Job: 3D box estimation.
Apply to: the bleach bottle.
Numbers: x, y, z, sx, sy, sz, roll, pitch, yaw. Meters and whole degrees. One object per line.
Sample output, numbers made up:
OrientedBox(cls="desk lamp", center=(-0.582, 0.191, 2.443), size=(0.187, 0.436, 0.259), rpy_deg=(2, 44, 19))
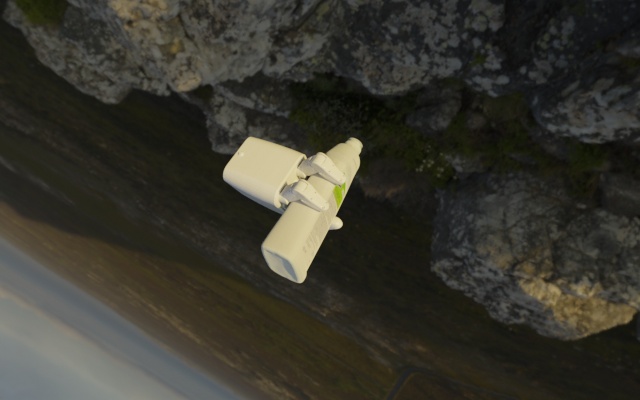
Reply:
OrientedBox(cls="bleach bottle", center=(0.000, 0.003, 0.773), size=(0.068, 0.250, 0.103), rpy_deg=(23, -27, 20))
